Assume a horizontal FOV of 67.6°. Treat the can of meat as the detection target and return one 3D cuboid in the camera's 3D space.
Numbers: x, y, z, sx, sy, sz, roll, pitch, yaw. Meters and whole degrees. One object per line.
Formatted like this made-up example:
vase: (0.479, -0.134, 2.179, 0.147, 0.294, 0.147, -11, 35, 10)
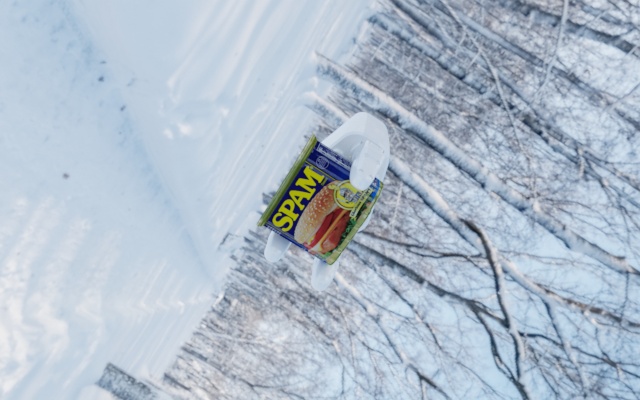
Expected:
can of meat: (0.000, 0.002, 0.464, 0.084, 0.102, 0.057, 32, 21, -6)
